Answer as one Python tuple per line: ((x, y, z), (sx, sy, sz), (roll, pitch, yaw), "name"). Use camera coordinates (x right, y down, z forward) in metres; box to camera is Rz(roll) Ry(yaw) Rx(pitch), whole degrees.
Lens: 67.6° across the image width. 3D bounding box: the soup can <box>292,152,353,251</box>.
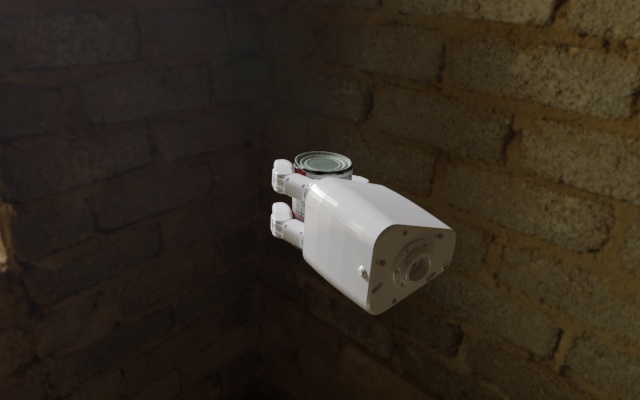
((0.000, 0.001, 0.555), (0.068, 0.102, 0.068), (3, 25, -1), "soup can")
